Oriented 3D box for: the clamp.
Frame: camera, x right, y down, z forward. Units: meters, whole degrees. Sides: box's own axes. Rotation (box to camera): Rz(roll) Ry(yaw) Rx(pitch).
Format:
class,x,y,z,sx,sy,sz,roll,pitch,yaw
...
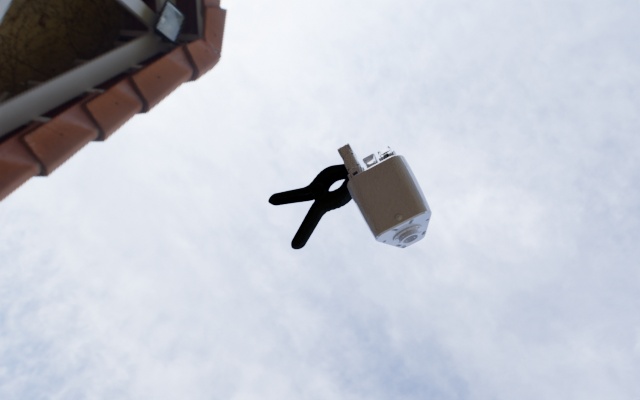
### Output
class,x,y,z,sx,sy,sz,roll,pitch,yaw
clamp,0.000,0.003,0.779,0.171,0.120,0.039,-30,-31,12
